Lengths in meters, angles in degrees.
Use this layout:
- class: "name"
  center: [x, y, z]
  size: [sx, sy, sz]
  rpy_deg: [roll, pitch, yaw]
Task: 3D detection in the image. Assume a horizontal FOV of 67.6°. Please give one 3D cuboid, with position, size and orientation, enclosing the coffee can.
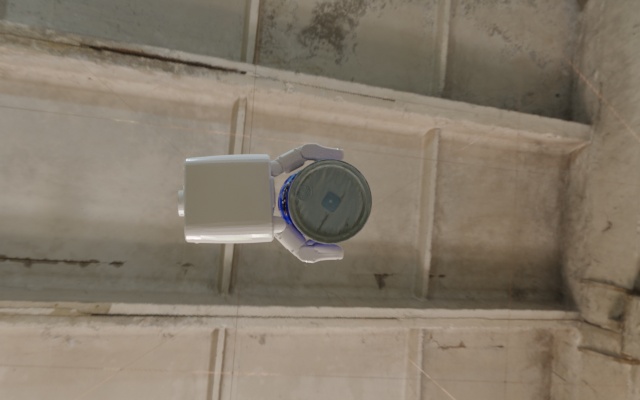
- class: "coffee can"
  center: [0.000, 0.002, 0.638]
  size: [0.103, 0.103, 0.140]
  rpy_deg: [0, -1, -10]
